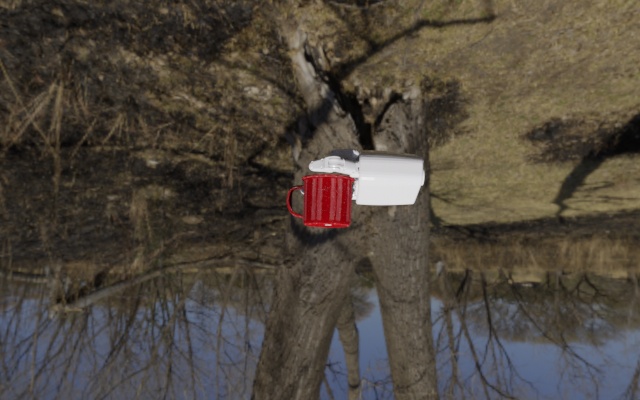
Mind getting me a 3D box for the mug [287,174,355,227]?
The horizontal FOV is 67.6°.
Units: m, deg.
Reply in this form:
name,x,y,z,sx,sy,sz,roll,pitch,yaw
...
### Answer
name,x,y,z,sx,sy,sz,roll,pitch,yaw
mug,-0.001,0.003,0.816,0.117,0.081,0.093,2,-7,2
